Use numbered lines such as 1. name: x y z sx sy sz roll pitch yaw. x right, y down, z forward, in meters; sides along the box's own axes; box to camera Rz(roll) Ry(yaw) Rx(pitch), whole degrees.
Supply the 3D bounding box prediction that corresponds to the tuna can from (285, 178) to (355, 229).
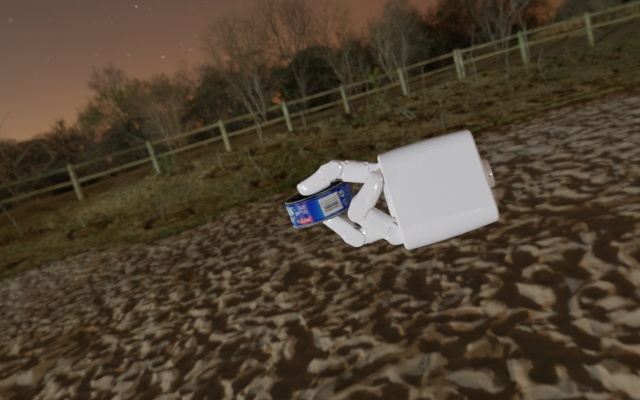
1. tuna can: 0.000 0.001 0.597 0.086 0.034 0.086 -22 9 4
